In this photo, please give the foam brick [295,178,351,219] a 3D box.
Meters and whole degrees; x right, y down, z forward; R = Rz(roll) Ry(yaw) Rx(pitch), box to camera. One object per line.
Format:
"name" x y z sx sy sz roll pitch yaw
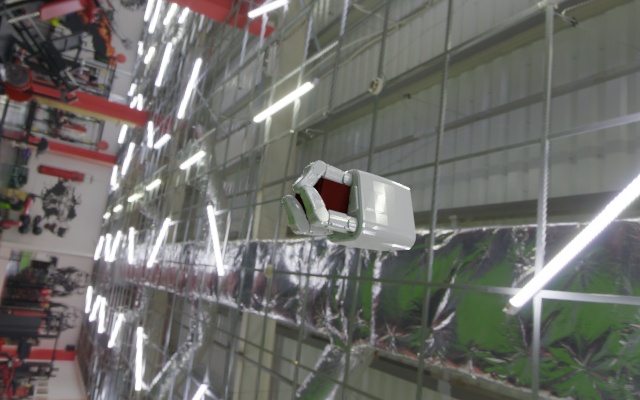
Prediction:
"foam brick" 0.000 0.002 0.717 0.051 0.053 0.078 15 -14 -28
